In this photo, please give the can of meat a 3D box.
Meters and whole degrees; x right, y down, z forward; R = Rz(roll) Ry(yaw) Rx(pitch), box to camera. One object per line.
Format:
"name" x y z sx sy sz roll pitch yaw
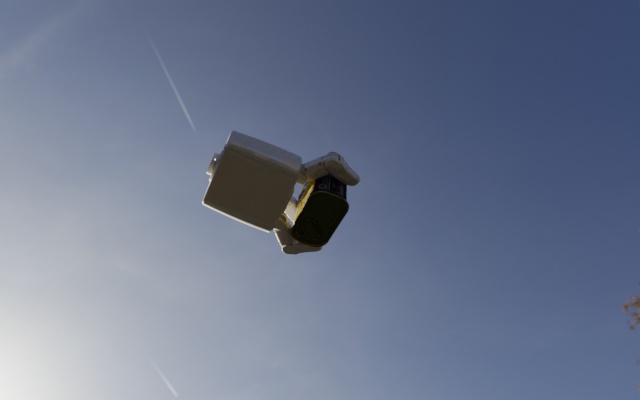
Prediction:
"can of meat" 0.000 0.002 0.696 0.057 0.102 0.084 20 38 -13
